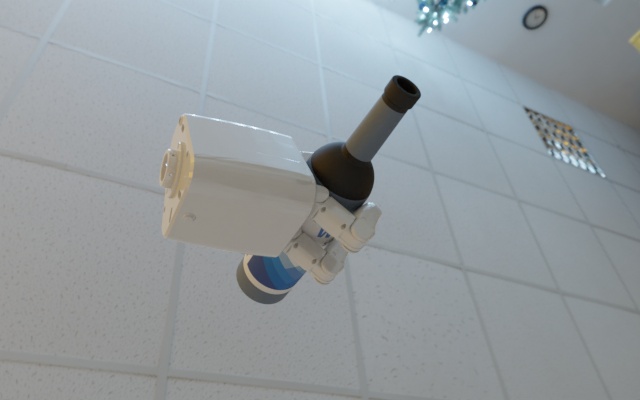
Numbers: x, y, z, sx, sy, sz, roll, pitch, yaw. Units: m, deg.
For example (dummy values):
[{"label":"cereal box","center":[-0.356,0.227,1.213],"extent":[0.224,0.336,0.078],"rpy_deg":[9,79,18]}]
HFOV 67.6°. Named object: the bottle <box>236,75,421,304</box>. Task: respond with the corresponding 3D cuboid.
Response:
[{"label":"bottle","center":[0.000,0.002,0.467],"extent":[0.069,0.069,0.296],"rpy_deg":[0,-38,-36]}]
